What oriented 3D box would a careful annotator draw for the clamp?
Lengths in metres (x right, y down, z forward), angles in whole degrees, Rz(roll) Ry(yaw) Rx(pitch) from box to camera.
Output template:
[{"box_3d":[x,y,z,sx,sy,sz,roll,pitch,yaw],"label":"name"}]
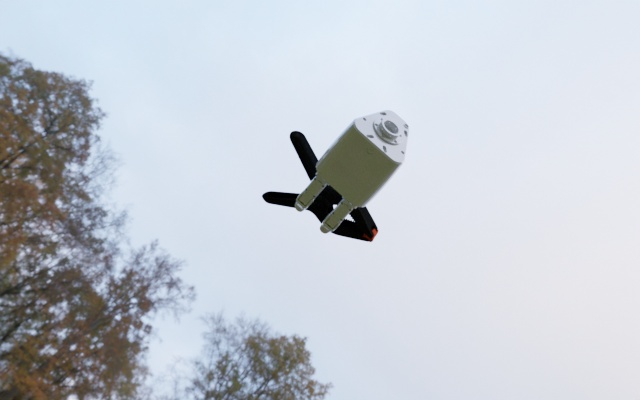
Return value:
[{"box_3d":[0.001,0.002,0.793,0.036,0.210,0.165,-49,-1,-45],"label":"clamp"}]
